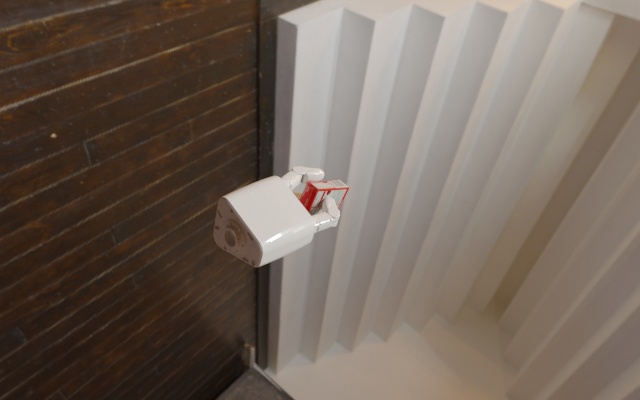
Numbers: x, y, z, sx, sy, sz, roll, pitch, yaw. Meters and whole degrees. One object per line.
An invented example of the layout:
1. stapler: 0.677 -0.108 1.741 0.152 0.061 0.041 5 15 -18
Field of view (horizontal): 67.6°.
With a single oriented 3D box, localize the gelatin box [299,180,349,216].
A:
1. gelatin box: 0.001 0.003 0.816 0.030 0.073 0.089 40 28 31
